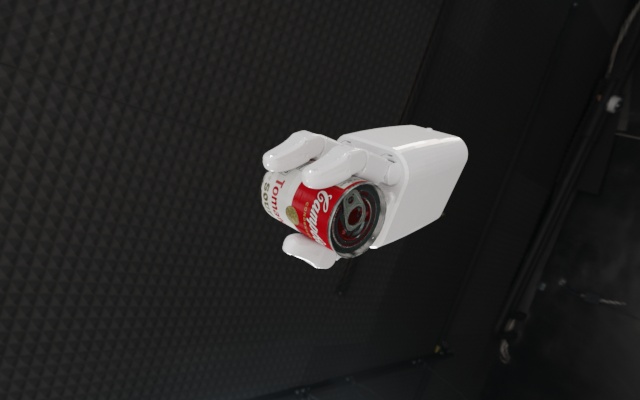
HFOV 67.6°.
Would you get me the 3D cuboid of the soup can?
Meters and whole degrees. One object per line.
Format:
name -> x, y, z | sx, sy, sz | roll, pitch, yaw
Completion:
soup can -> -0.001, 0.002, 0.437 | 0.068, 0.068, 0.102 | 0, 18, -44
